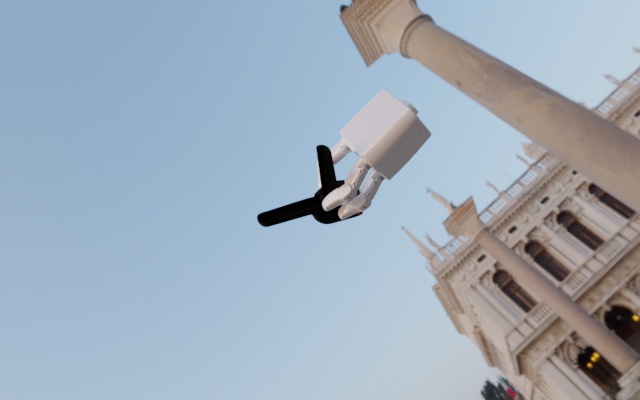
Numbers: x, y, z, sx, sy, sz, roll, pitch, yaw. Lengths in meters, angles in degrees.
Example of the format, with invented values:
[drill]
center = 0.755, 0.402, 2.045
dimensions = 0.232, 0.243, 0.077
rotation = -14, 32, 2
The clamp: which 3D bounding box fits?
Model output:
[clamp]
center = 0.000, 0.002, 0.806
dimensions = 0.164, 0.036, 0.210
rotation = -43, -34, 12
